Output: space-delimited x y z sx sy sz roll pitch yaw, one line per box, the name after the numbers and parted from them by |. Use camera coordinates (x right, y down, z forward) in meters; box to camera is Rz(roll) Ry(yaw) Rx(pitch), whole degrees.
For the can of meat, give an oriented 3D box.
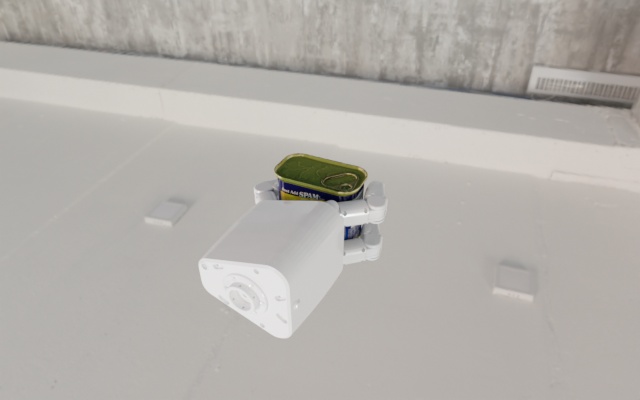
0.000 0.002 0.551 0.102 0.084 0.057 15 38 20 | can of meat
